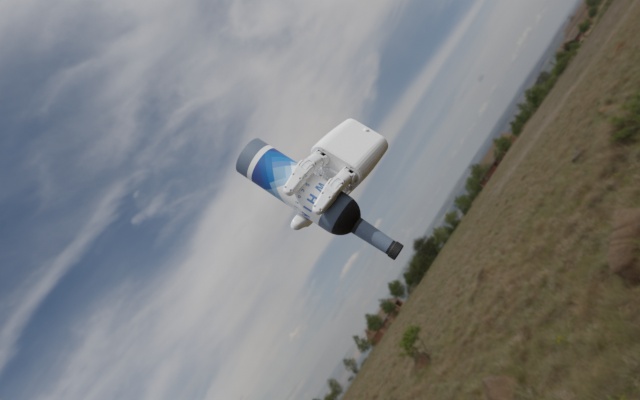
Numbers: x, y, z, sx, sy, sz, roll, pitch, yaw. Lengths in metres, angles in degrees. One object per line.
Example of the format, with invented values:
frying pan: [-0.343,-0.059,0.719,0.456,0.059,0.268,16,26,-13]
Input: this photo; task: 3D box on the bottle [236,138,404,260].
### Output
bottle: [0.000,0.002,0.763,0.295,0.069,0.069,33,8,13]
